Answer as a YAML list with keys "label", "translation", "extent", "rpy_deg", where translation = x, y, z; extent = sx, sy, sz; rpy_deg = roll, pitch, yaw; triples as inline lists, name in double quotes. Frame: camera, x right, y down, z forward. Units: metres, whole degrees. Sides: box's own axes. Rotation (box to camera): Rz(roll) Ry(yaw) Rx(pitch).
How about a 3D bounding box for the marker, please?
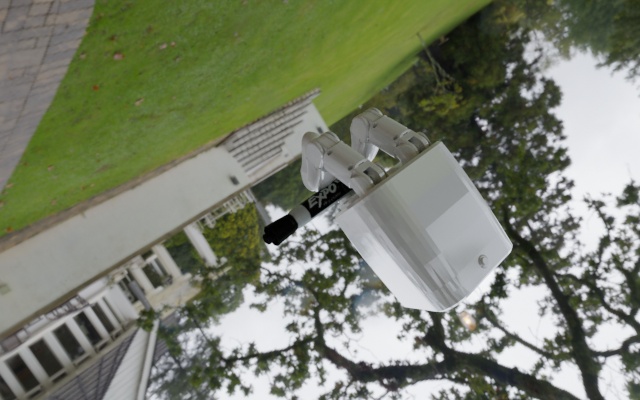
- label: "marker"
  translation: [0.000, 0.001, 0.408]
  extent: [0.121, 0.020, 0.020]
  rpy_deg: [-35, 18, -29]
